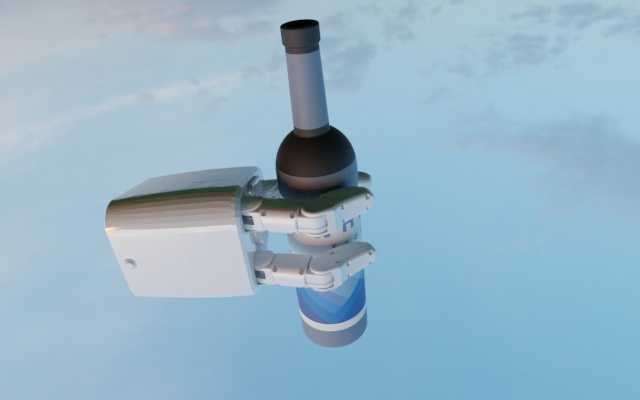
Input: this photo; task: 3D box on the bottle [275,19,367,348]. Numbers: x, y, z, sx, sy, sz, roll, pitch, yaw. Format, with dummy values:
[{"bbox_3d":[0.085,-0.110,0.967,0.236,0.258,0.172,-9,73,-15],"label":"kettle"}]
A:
[{"bbox_3d":[0.000,0.002,0.408,0.069,0.296,0.069,-5,33,3],"label":"bottle"}]
